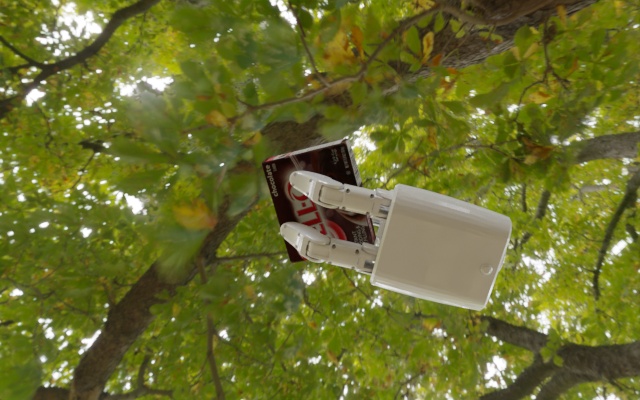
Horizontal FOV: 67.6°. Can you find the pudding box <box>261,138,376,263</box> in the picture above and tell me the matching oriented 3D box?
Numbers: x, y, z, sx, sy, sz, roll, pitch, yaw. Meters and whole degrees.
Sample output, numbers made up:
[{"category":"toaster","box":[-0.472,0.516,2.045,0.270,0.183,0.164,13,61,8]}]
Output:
[{"category":"pudding box","box":[0.000,0.002,0.487,0.090,0.113,0.039,-12,10,15]}]
